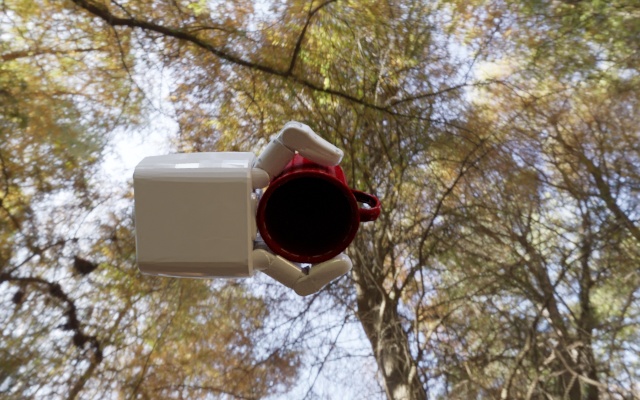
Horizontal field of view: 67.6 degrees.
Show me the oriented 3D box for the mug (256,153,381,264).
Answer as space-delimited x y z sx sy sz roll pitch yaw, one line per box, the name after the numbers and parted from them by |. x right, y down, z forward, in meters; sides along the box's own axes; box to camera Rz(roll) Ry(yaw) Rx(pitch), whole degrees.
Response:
0.002 0.001 0.465 0.117 0.093 0.081 1 23 -2 | mug
